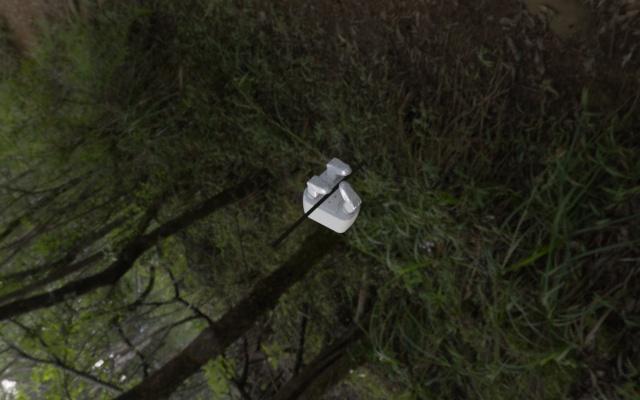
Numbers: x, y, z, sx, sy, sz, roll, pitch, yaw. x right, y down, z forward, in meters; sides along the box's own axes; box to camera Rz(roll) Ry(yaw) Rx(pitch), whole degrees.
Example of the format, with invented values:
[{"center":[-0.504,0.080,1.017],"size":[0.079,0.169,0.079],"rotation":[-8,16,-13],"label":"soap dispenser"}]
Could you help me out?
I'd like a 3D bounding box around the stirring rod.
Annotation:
[{"center":[0.000,0.003,0.882],"size":[0.239,0.011,0.011],"rotation":[-43,14,-16],"label":"stirring rod"}]
